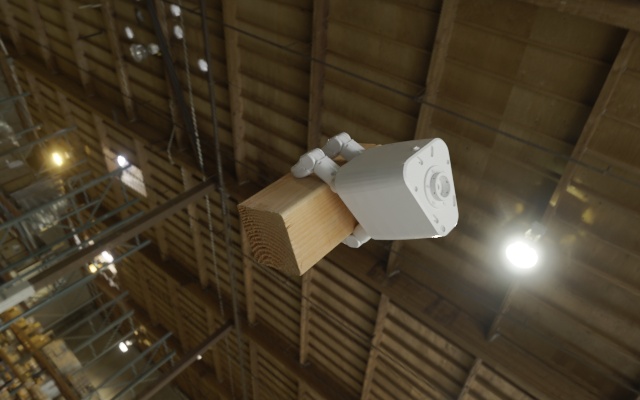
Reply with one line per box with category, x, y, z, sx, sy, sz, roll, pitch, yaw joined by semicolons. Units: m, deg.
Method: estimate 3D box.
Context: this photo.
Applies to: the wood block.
wood block;0.001;0.002;0.657;0.090;0.091;0.206;10;34;42
